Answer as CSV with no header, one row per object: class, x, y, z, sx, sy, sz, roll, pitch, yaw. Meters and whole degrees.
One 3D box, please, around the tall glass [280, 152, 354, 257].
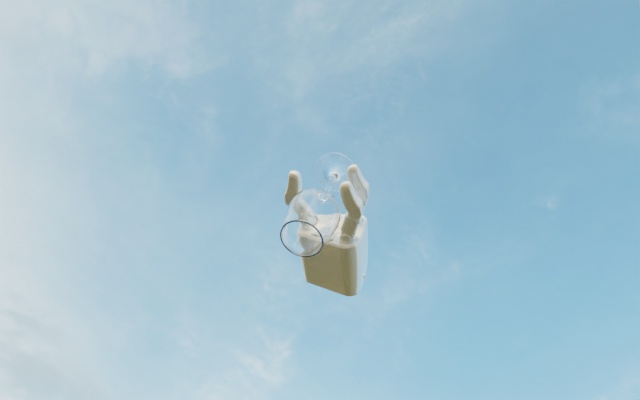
tall glass,0.000,0.002,0.730,0.079,0.079,0.201,0,30,18
